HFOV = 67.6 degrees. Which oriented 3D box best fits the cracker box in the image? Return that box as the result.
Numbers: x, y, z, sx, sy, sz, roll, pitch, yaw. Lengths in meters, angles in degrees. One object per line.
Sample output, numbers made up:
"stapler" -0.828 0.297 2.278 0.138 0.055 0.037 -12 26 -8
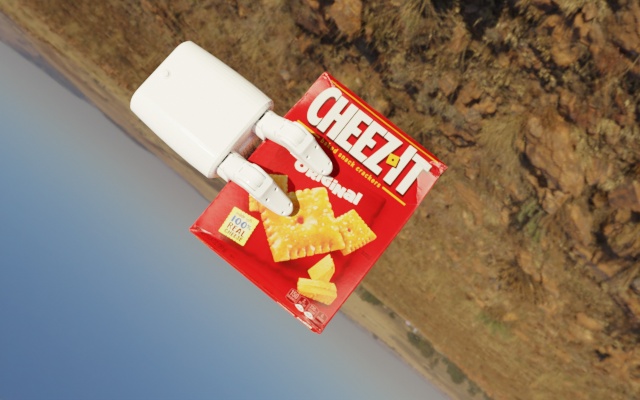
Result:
"cracker box" 0.000 0.002 0.494 0.164 0.213 0.072 39 -9 3
